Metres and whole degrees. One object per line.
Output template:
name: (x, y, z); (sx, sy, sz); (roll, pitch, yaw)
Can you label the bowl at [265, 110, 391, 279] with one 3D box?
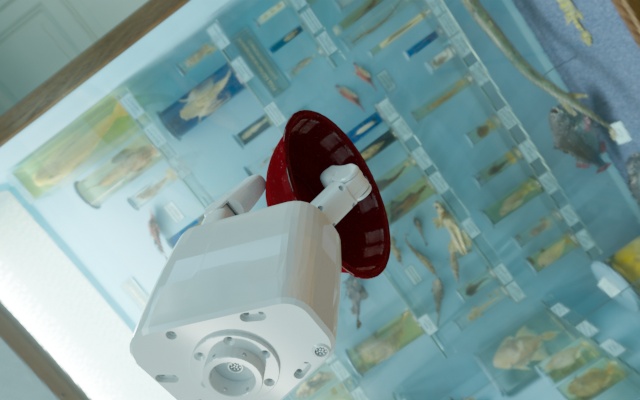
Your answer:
bowl: (0.000, 0.001, 0.439); (0.055, 0.162, 0.162); (-25, -13, 29)
